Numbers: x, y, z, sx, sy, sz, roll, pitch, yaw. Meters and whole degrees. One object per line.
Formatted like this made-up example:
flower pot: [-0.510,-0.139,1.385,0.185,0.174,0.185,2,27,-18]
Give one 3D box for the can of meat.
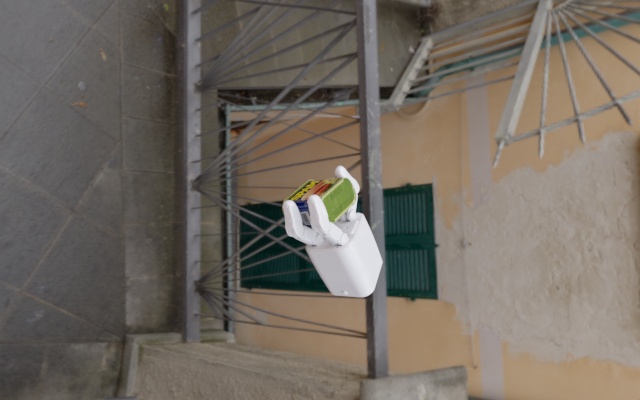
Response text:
can of meat: [0.000,0.003,0.809,0.084,0.057,0.102,-5,26,41]
